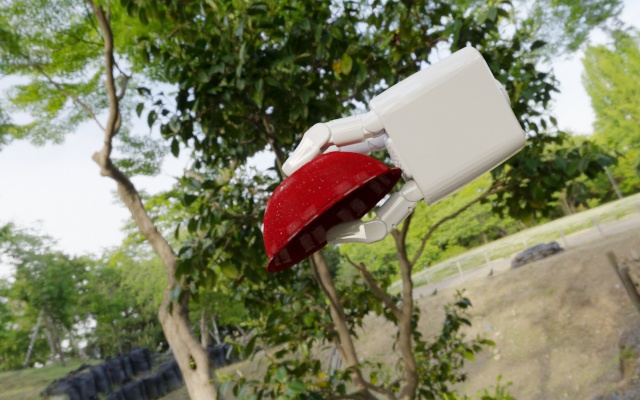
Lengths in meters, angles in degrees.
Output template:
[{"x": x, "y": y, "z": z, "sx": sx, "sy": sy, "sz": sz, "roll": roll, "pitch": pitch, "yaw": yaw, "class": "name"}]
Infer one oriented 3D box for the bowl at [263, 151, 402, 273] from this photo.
[{"x": -0.001, "y": 0.002, "z": 0.468, "sx": 0.162, "sy": 0.055, "sz": 0.162, "roll": -36, "pitch": -13, "yaw": -9, "class": "bowl"}]
